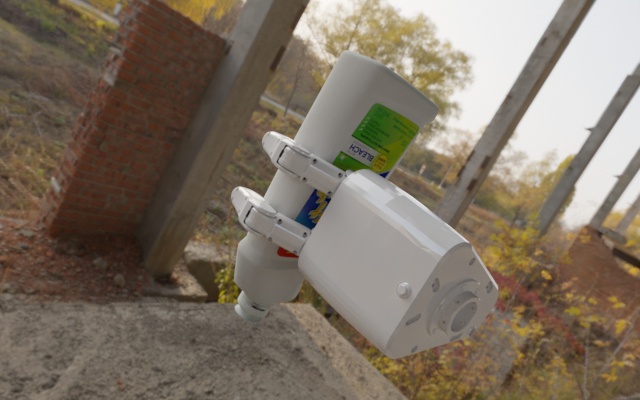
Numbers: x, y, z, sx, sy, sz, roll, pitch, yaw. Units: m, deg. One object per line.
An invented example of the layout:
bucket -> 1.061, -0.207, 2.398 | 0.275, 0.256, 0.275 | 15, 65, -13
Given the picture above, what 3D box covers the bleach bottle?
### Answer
bleach bottle -> 0.000, 0.001, 0.431 | 0.102, 0.251, 0.068 | 20, 14, -43
